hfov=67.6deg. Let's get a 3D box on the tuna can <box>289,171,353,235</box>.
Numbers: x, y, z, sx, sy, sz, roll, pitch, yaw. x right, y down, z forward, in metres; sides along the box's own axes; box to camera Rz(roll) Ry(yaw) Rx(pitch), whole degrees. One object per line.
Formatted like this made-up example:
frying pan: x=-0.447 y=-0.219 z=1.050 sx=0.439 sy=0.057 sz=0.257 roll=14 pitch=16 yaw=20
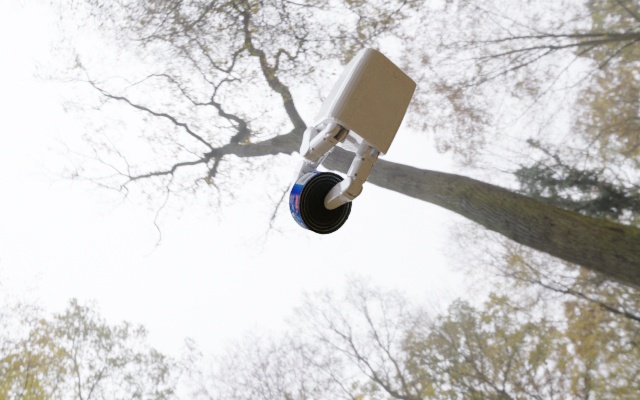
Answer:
tuna can: x=0.000 y=0.002 z=0.653 sx=0.086 sy=0.086 sz=0.033 roll=0 pitch=7 yaw=-32
